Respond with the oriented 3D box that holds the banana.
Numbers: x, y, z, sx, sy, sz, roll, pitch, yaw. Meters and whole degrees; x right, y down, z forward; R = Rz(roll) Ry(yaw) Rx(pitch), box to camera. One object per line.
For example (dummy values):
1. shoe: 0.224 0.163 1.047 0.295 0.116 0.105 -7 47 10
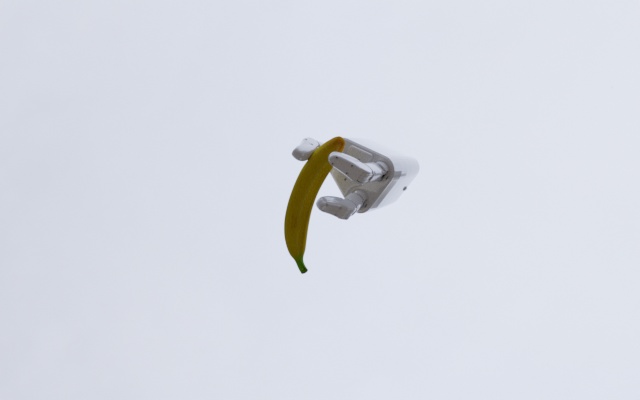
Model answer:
1. banana: -0.015 -0.001 0.676 0.069 0.198 0.037 23 14 35
